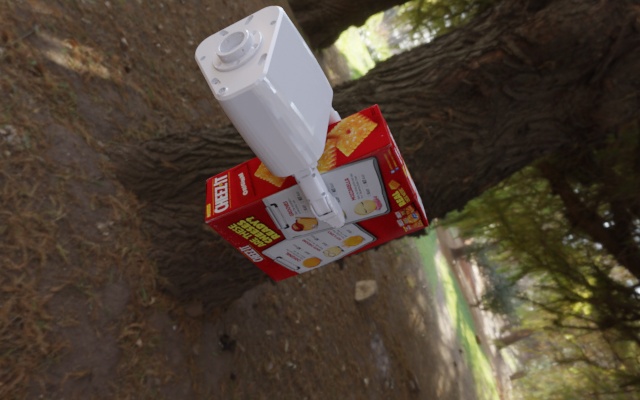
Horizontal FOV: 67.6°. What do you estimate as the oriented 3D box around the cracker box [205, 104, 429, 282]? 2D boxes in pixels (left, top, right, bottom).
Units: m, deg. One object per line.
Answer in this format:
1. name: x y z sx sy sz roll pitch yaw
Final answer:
1. cracker box: 0.000 0.002 0.561 0.214 0.072 0.164 -22 -40 14
